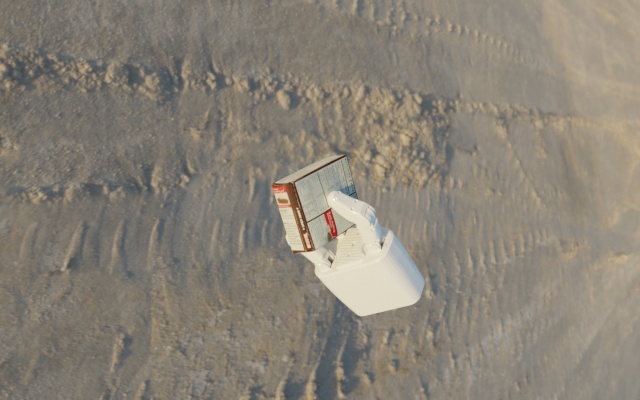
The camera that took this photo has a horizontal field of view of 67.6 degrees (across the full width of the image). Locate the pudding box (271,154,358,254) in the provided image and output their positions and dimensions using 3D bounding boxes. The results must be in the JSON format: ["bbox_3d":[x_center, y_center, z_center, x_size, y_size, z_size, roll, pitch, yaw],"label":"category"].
[{"bbox_3d":[0.000,0.002,0.584,0.039,0.090,0.113,-7,16,39],"label":"pudding box"}]
